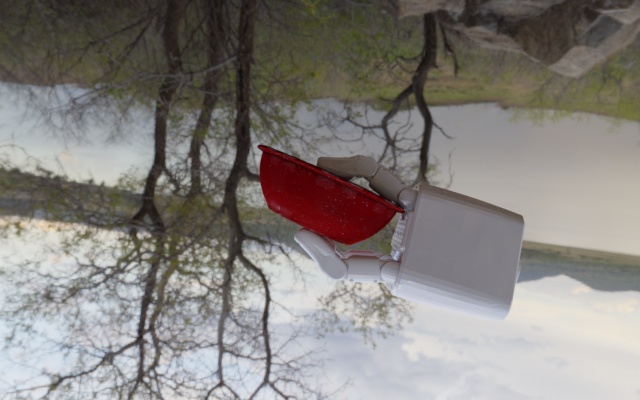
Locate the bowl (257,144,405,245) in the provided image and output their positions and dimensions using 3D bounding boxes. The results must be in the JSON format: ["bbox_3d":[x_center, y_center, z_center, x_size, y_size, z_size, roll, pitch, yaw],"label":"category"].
[{"bbox_3d":[-0.001,0.001,0.481,0.162,0.055,0.162,25,0,0],"label":"bowl"}]
